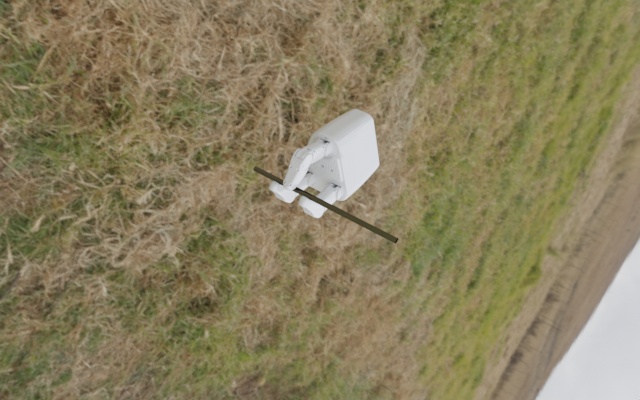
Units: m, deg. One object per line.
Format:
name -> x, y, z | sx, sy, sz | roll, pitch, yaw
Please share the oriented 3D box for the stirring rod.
stirring rod -> 0.000, 0.002, 0.661 | 0.239, 0.011, 0.011 | 27, 12, 25
